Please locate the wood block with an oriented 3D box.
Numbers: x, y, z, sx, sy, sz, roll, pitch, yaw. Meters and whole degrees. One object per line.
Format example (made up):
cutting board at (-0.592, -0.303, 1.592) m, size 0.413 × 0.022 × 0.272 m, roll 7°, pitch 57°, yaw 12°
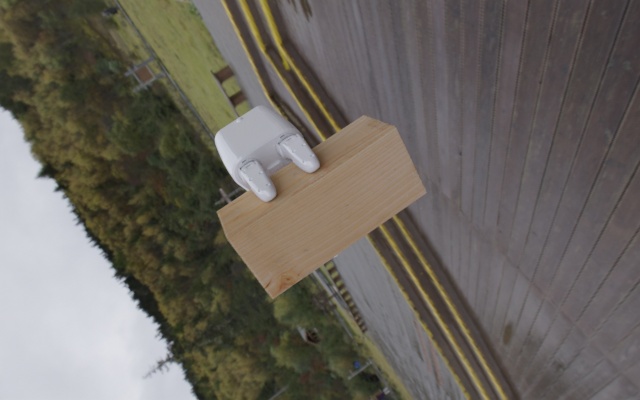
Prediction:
wood block at (0.000, 0.002, 0.537) m, size 0.206 × 0.091 × 0.090 m, roll -34°, pitch 26°, yaw -6°
